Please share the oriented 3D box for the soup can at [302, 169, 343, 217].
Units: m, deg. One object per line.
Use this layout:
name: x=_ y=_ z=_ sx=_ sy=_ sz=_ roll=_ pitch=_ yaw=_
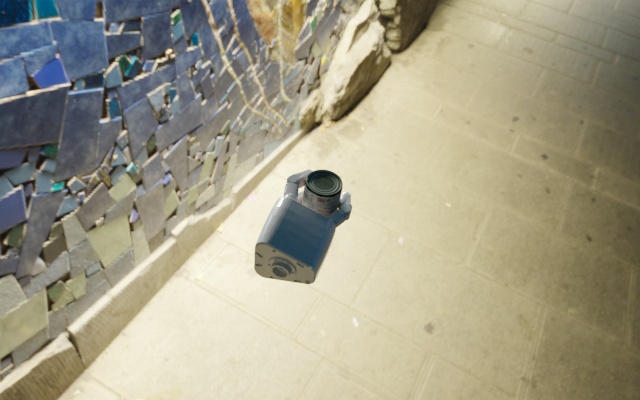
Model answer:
soup can: x=0.000 y=0.002 z=0.862 sx=0.068 sy=0.068 sz=0.102 roll=0 pitch=-44 yaw=-10
